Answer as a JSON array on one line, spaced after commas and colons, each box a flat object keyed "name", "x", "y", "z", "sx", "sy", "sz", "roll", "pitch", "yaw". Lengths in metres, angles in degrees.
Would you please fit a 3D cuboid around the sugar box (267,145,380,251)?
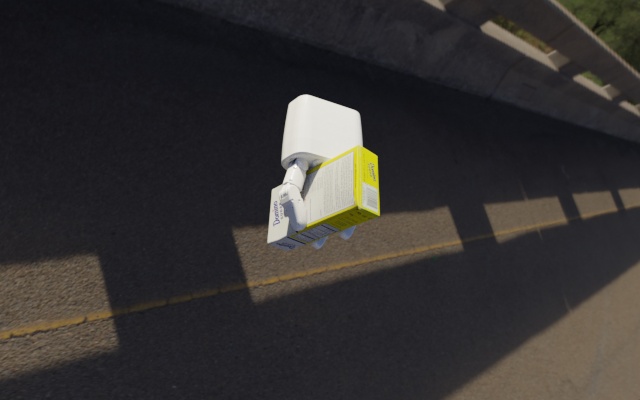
[{"name": "sugar box", "x": 0.001, "y": 0.002, "z": 0.657, "sx": 0.048, "sy": 0.093, "sz": 0.176, "roll": 24, "pitch": -34, "yaw": -36}]
